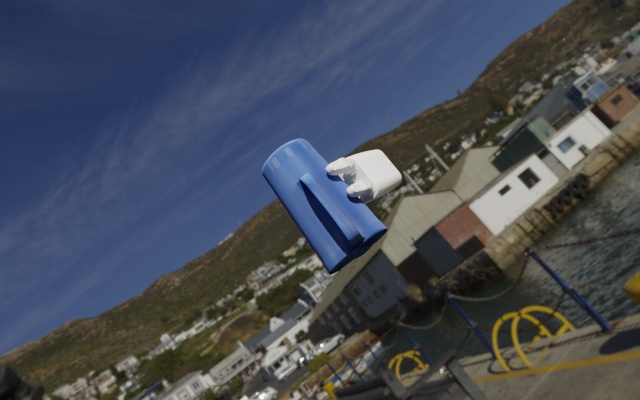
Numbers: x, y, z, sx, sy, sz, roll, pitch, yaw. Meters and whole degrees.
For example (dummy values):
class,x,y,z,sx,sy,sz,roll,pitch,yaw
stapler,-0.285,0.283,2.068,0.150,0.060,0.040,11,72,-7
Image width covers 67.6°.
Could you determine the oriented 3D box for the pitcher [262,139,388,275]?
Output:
class,x,y,z,sx,sy,sz,roll,pitch,yaw
pitcher,0.000,0.003,0.876,0.145,0.242,0.149,-23,-20,-48
